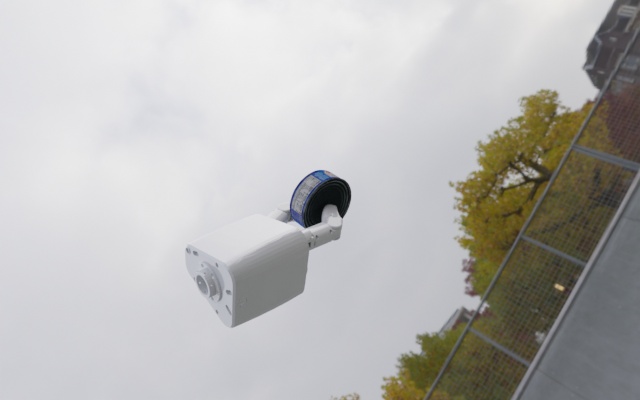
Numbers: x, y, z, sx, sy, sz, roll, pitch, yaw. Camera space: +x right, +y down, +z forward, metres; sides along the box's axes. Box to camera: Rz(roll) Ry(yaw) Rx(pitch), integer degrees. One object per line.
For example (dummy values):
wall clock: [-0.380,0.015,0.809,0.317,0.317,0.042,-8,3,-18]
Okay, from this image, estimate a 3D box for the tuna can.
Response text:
tuna can: [0.000,0.002,0.653,0.086,0.086,0.033,0,26,-46]
